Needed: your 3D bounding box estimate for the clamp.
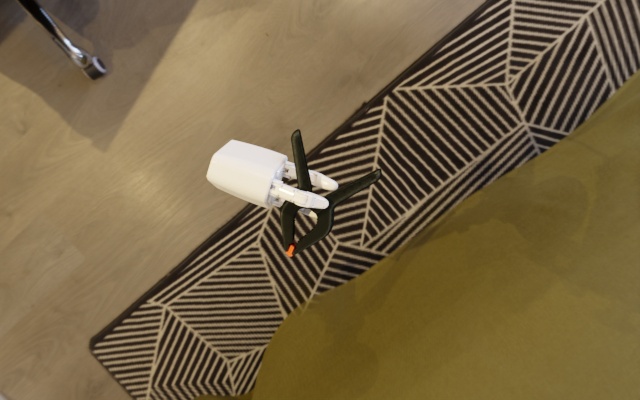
[{"bbox_3d":[0.000,0.003,0.814,0.164,0.210,0.036,19,9,3],"label":"clamp"}]
